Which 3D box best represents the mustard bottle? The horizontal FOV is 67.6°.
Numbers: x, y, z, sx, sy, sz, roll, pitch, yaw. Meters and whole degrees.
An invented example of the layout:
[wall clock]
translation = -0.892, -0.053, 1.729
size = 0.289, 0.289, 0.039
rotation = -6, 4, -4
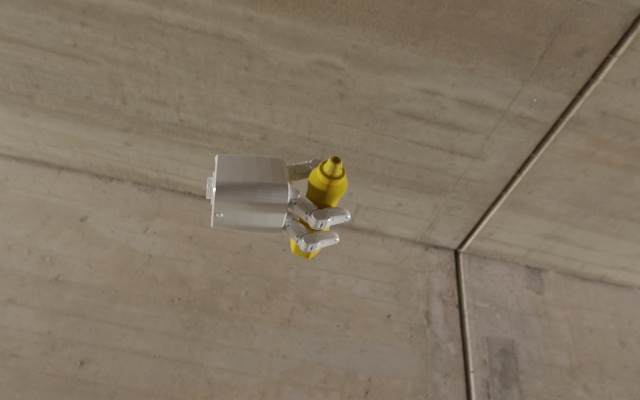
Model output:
[mustard bottle]
translation = 0.000, 0.003, 0.739
size = 0.058, 0.096, 0.192
rotation = 23, -41, 3
